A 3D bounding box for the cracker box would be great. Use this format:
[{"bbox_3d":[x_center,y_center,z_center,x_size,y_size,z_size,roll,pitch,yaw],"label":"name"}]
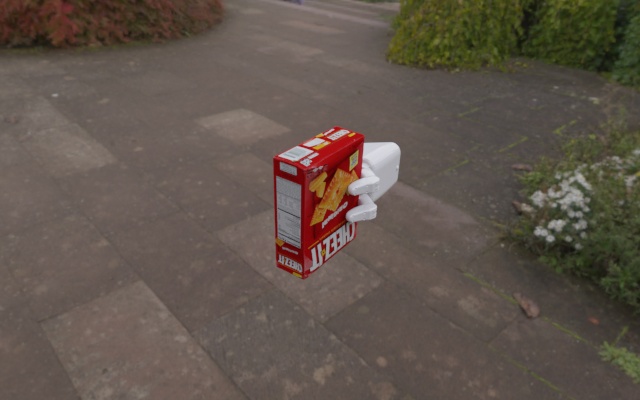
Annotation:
[{"bbox_3d":[0.000,0.002,0.810,0.072,0.214,0.164,22,37,31],"label":"cracker box"}]
